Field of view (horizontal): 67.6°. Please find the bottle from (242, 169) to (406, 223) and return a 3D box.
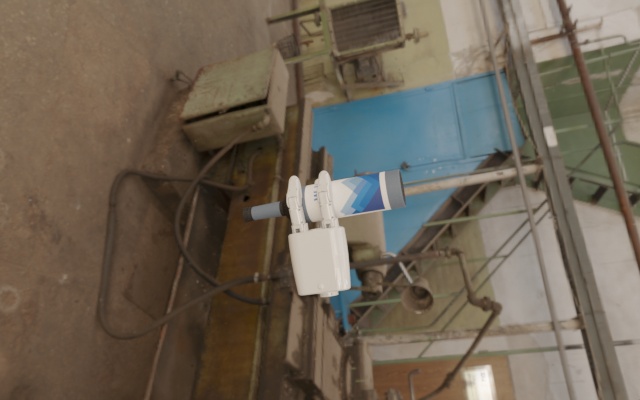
[{"bbox_3d":[0.000,0.003,0.855,0.296,0.069,0.069,-10,-2,14],"label":"bottle"}]
